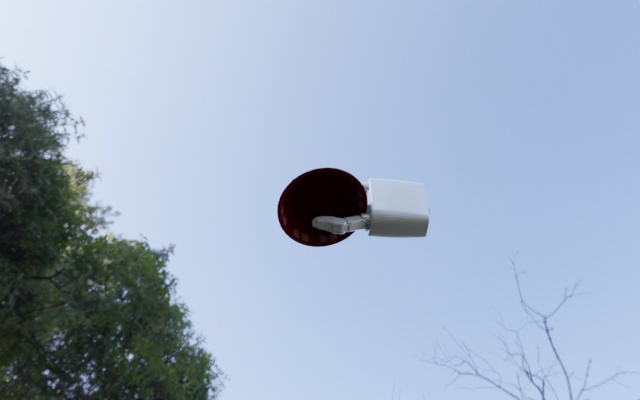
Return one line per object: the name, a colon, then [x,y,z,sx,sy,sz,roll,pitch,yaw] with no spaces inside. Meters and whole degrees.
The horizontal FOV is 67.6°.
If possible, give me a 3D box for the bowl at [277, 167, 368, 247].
bowl: [-0.001,0.002,0.856,0.162,0.162,0.055,0,30,-12]
